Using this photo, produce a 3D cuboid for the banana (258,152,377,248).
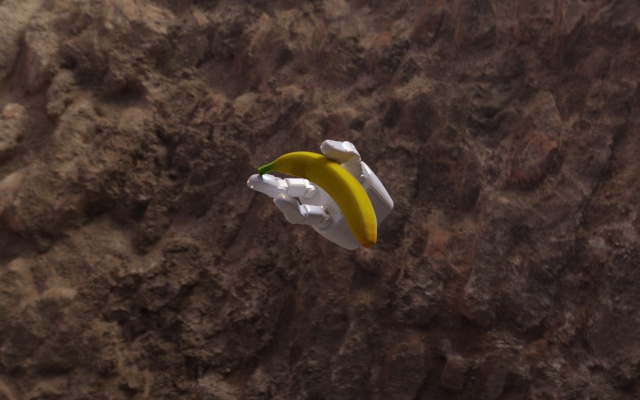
[{"bbox_3d":[0.009,-0.015,0.595,0.197,0.069,0.037,33,-5,34],"label":"banana"}]
